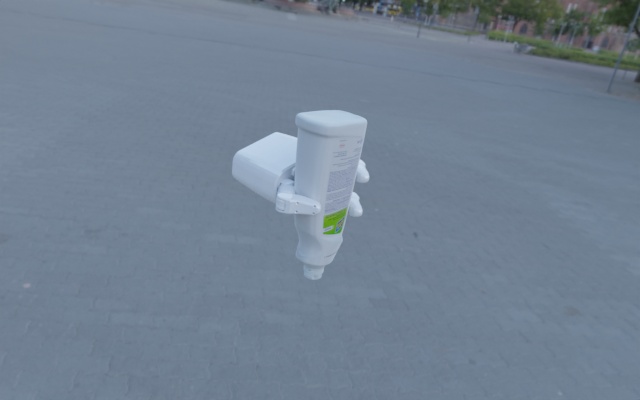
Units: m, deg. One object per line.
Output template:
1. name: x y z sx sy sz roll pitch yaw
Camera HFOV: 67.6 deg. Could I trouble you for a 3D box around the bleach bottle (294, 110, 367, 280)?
1. bleach bottle: 0.000 0.002 0.683 0.068 0.251 0.102 27 28 36
